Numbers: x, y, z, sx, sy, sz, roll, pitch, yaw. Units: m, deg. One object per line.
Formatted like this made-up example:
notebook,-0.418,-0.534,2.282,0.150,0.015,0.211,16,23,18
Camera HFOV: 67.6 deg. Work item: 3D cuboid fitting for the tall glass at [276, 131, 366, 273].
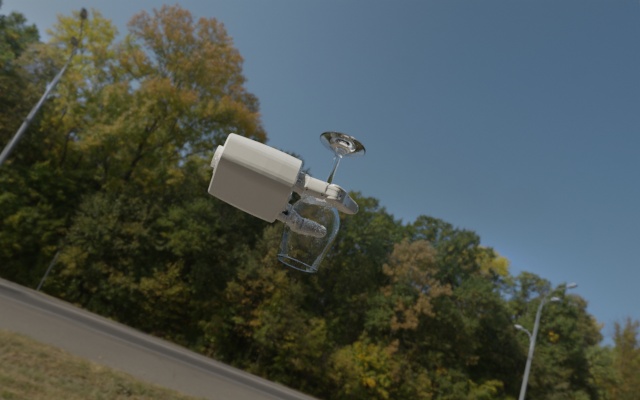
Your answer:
tall glass,0.000,0.002,0.700,0.079,0.201,0.079,18,-18,6
